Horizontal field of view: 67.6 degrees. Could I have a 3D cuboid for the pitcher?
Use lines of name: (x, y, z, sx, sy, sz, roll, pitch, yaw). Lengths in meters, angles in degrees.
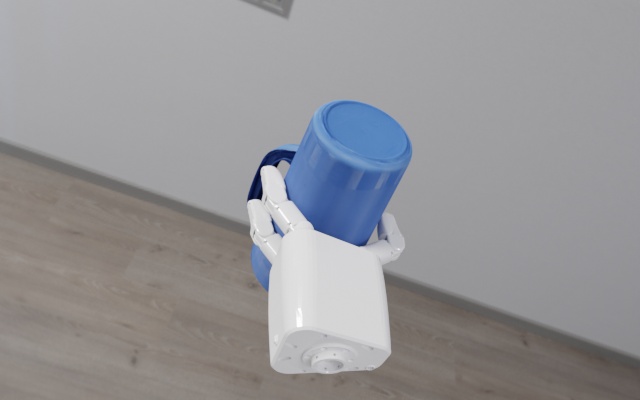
pitcher: (0.000, 0.002, 0.557, 0.149, 0.145, 0.243, 11, -45, -15)
